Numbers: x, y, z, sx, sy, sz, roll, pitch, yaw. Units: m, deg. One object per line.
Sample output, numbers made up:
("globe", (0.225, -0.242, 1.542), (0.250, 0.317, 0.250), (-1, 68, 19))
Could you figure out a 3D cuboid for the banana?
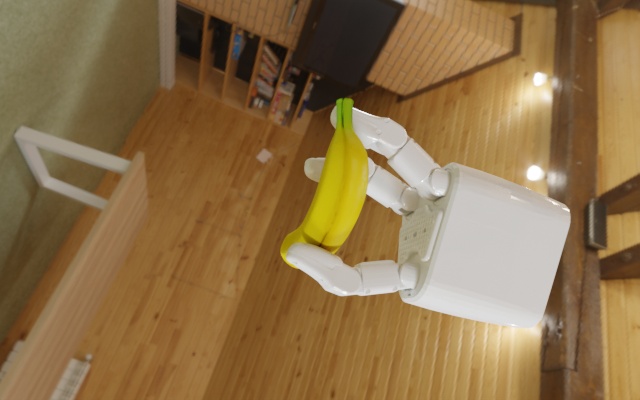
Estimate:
("banana", (0.001, 0.014, 0.391), (0.037, 0.069, 0.198), (11, -41, -13))
